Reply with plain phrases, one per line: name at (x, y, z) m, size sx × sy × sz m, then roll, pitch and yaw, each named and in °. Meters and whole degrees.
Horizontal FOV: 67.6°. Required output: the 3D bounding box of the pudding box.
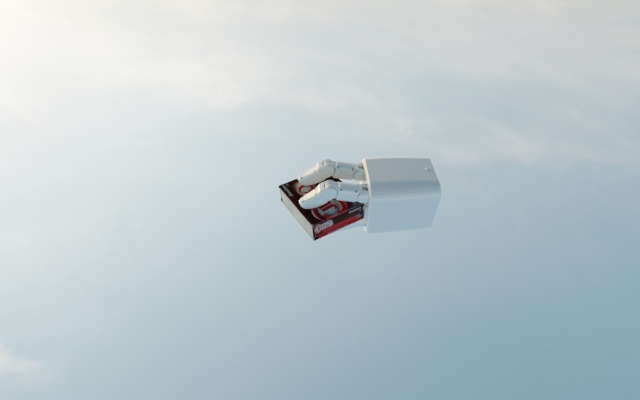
pudding box at (0.000, 0.003, 0.738) m, size 0.090 × 0.039 × 0.113 m, roll -23°, pitch 42°, yaw -22°
